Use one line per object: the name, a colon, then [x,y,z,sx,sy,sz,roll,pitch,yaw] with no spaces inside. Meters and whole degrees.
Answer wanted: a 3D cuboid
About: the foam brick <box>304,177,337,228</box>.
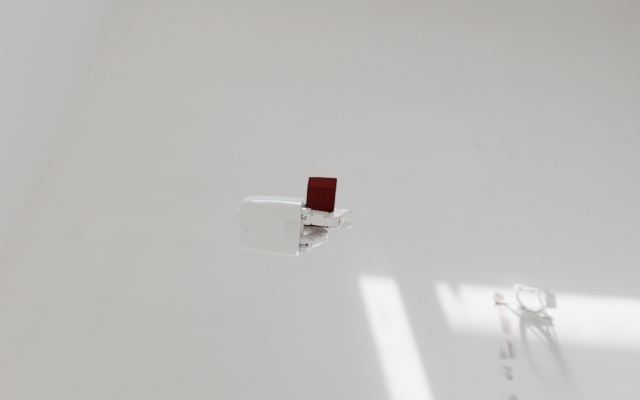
foam brick: [0.000,0.002,0.841,0.051,0.078,0.053,6,23,1]
